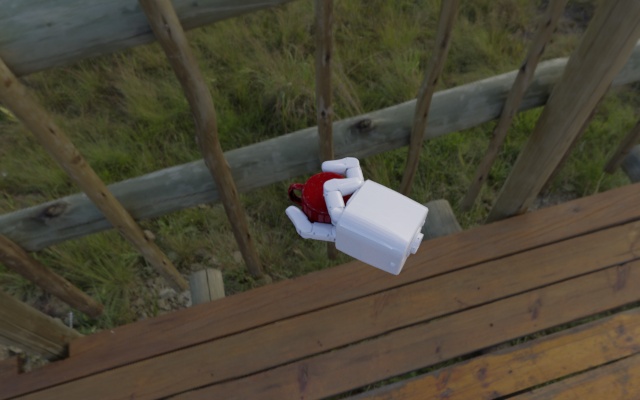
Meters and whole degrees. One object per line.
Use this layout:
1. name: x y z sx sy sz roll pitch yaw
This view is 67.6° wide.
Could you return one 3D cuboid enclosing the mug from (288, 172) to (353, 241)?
1. mug: -0.001 0.002 0.785 0.117 0.093 0.082 24 -28 15
